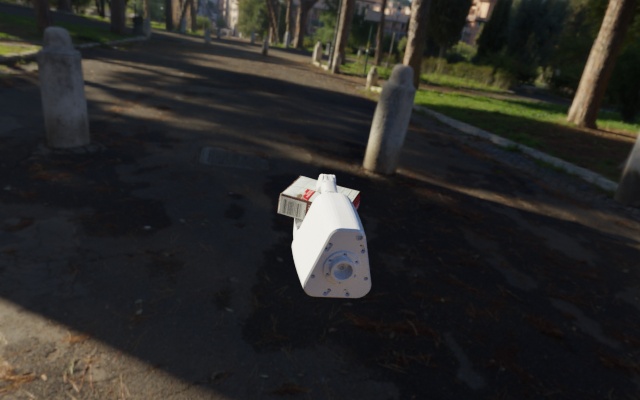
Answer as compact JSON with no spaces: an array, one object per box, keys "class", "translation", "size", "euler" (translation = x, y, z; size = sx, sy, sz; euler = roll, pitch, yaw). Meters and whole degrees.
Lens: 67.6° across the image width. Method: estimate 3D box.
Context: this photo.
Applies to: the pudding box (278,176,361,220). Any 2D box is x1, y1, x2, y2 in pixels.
[{"class":"pudding box","translation":[0.000,0.002,0.773],"size":[0.113,0.039,0.090],"euler":[17,26,14]}]
